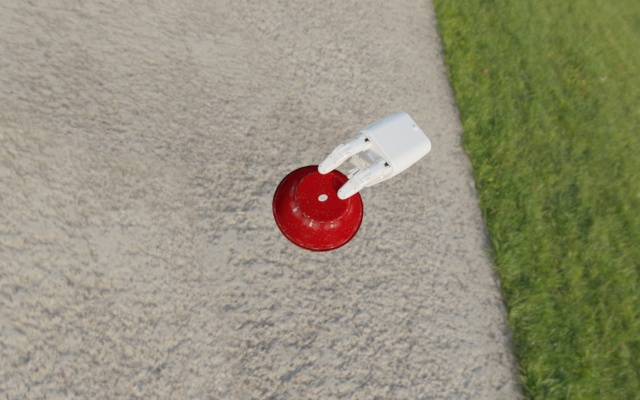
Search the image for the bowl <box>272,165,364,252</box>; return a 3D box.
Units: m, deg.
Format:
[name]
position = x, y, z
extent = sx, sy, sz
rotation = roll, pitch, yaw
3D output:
[bowl]
position = -0.001, 0.003, 0.807
extent = 0.162, 0.162, 0.055
rotation = 0, -21, -9
